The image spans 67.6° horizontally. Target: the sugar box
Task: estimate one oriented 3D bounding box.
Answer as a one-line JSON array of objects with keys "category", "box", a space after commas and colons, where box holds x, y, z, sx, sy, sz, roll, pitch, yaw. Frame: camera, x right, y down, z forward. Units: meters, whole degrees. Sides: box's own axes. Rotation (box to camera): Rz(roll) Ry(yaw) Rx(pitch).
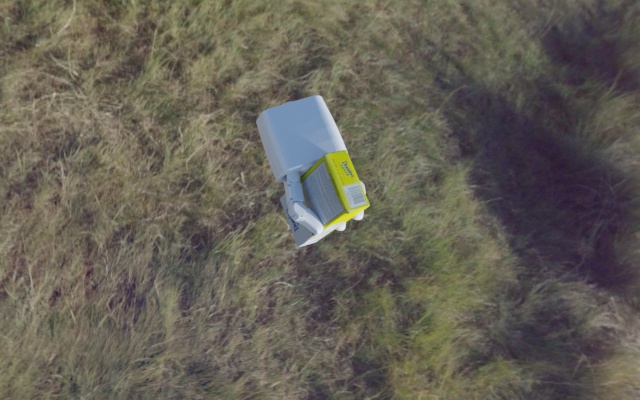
[{"category": "sugar box", "box": [0.001, 0.002, 0.745, 0.048, 0.093, 0.176, -15, -13, -30]}]
